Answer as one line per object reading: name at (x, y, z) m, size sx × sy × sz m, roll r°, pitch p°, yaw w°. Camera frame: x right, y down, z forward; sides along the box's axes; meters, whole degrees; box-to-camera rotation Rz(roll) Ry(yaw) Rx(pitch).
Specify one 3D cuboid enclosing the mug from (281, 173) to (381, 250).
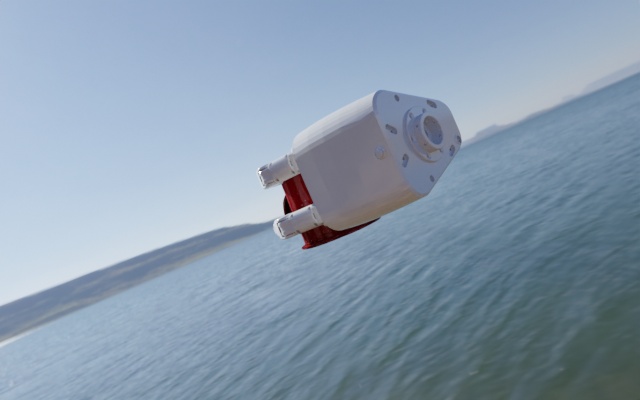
mug at (-0.001, 0.002, 0.531) m, size 0.093 × 0.081 × 0.117 m, roll -22°, pitch 0°, yaw -43°
